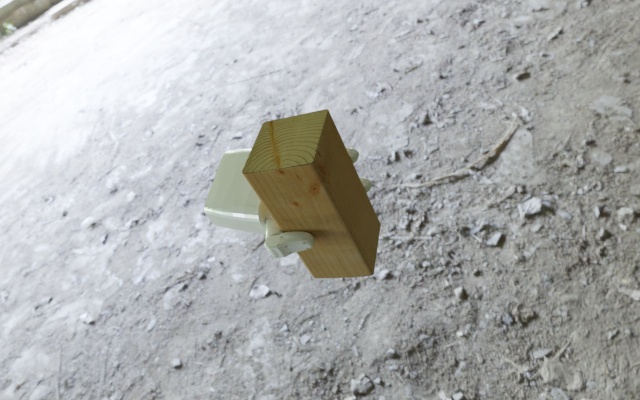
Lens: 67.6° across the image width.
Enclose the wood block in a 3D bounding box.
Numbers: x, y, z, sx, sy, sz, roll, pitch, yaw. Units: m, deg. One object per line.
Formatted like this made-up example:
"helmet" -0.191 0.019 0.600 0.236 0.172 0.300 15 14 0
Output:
"wood block" 0.000 0.002 0.594 0.090 0.090 0.206 -7 -44 24
